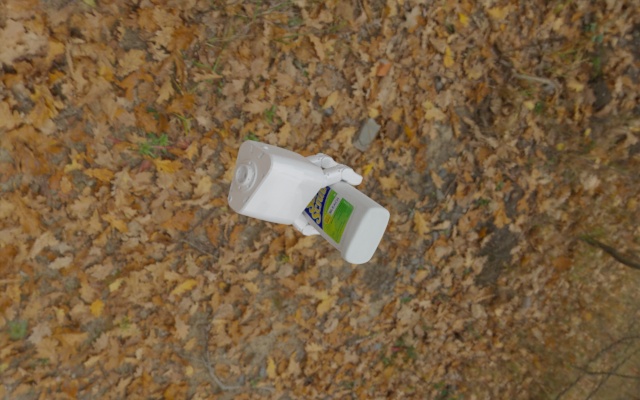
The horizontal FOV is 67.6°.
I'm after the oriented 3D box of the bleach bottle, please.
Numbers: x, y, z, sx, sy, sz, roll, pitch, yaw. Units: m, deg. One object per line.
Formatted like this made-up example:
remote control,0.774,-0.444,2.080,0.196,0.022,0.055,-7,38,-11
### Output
bleach bottle,0.000,0.003,0.818,0.068,0.102,0.250,13,16,-45
